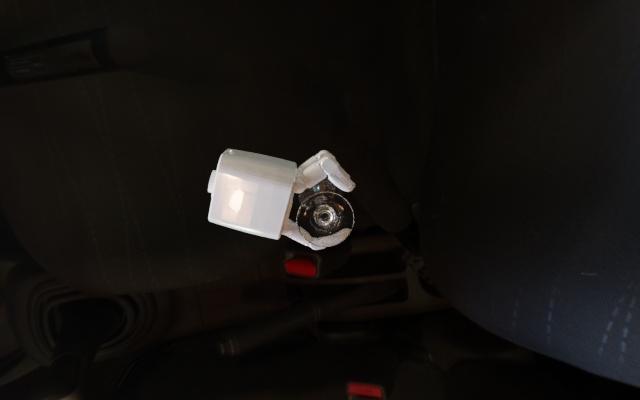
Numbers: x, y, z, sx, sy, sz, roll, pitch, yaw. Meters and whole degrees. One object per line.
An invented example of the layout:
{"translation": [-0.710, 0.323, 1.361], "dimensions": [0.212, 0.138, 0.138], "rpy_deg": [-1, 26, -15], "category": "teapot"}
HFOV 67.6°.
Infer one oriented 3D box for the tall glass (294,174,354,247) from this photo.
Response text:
{"translation": [0.000, 0.003, 0.710], "dimensions": [0.079, 0.079, 0.201], "rpy_deg": [0, 13, -3], "category": "tall glass"}
